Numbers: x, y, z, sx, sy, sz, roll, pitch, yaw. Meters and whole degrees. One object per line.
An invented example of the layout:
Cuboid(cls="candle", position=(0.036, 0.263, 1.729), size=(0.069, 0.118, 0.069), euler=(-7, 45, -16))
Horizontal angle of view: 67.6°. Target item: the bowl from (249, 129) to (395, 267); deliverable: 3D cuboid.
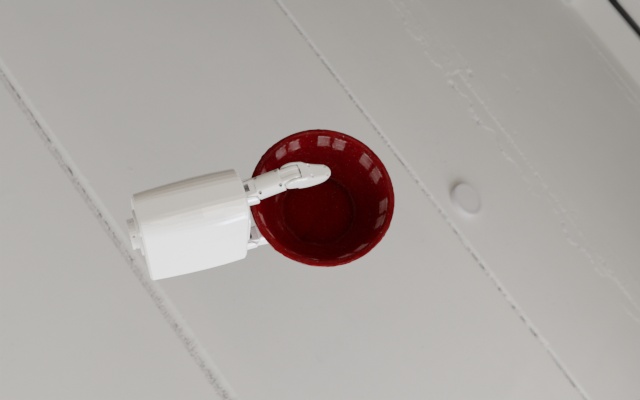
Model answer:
Cuboid(cls="bowl", position=(0.001, 0.002, 0.549), size=(0.162, 0.162, 0.055), euler=(0, -19, -6))
